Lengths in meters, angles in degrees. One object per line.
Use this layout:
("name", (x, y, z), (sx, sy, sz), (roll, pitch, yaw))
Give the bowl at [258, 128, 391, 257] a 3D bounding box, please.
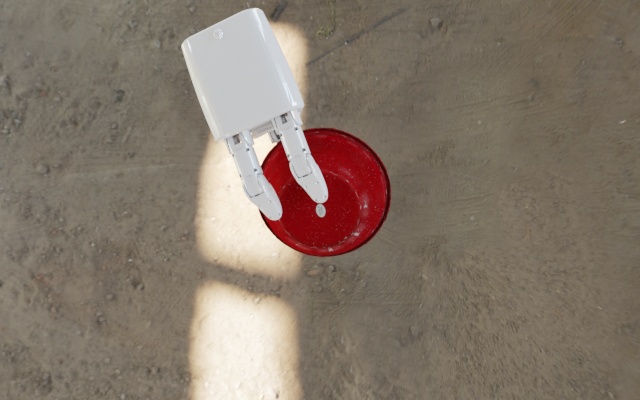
("bowl", (0.001, 0.003, 0.543), (0.162, 0.162, 0.055), (0, 19, 5))
